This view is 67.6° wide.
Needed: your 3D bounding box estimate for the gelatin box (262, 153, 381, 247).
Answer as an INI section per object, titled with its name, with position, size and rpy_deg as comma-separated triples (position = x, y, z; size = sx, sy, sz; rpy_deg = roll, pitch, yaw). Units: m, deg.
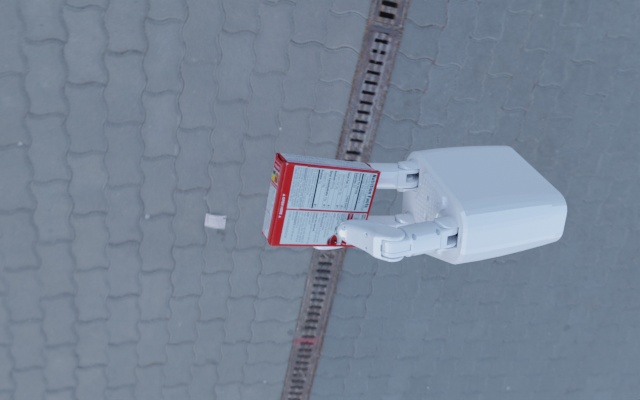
[gelatin box]
position = 0.000, 0.001, 0.407
size = 0.089, 0.073, 0.030
rpy_deg = 3, 21, -26
